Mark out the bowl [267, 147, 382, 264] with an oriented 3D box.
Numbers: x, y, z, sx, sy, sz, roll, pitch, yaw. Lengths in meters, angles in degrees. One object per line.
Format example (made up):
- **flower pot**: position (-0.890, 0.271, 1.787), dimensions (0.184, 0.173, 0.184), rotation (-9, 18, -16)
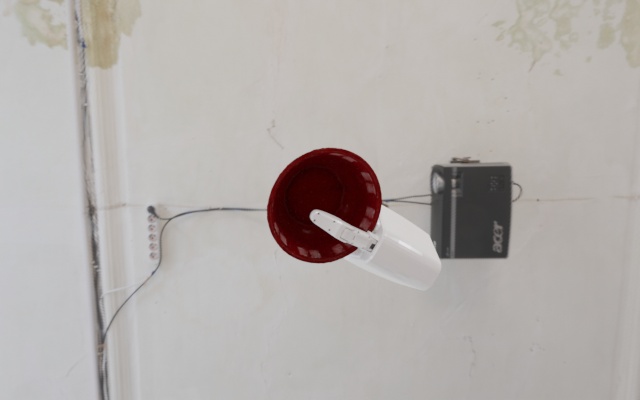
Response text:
- **bowl**: position (-0.001, 0.001, 0.655), dimensions (0.162, 0.162, 0.055), rotation (0, 18, -20)
